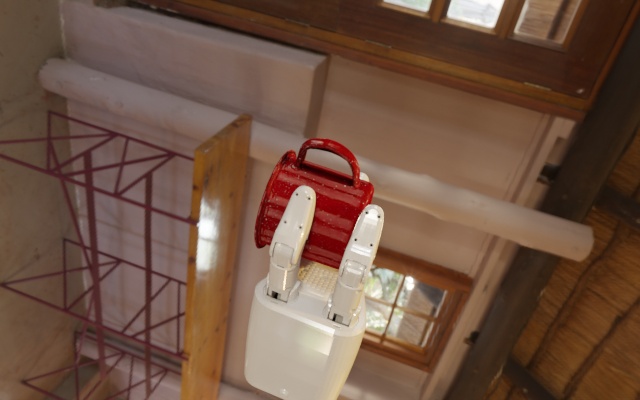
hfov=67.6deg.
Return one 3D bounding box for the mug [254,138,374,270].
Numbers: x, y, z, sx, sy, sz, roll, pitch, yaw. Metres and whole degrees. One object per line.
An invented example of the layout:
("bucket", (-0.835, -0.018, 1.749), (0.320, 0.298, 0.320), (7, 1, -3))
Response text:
("mug", (0.001, 0.000, 0.415), (0.081, 0.117, 0.093), (19, 30, 8))
